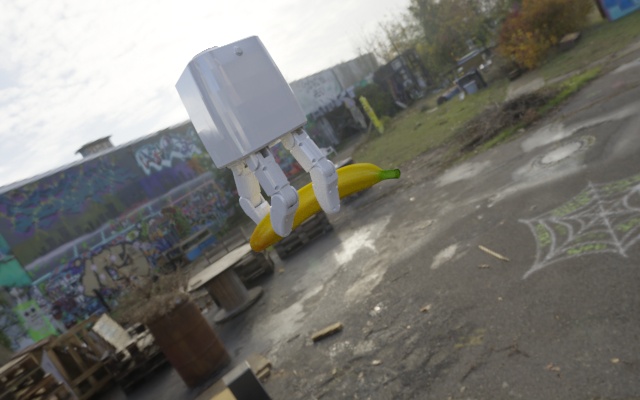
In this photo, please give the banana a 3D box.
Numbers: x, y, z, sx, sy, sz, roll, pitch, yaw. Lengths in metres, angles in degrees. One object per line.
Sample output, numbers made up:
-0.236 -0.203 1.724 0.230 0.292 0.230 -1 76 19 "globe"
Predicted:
-0.004 -0.001 0.566 0.198 0.037 0.069 -29 14 -16 "banana"
